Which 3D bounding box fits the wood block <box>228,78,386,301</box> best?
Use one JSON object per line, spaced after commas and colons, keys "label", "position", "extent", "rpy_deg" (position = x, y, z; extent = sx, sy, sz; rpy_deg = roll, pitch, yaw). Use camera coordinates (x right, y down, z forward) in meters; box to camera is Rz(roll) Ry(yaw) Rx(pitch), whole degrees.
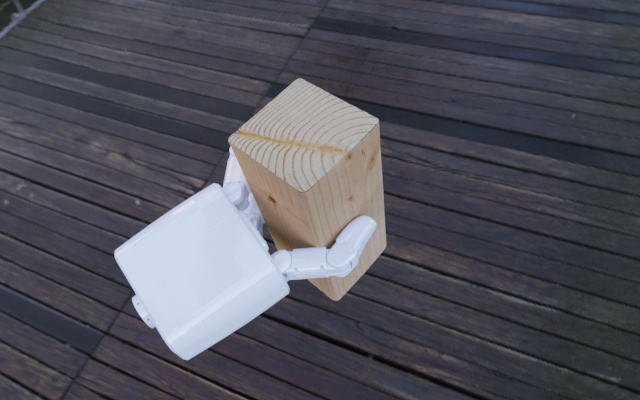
{"label": "wood block", "position": [0.000, 0.002, 0.461], "extent": [0.090, 0.090, 0.206], "rpy_deg": [35, -22, 28]}
